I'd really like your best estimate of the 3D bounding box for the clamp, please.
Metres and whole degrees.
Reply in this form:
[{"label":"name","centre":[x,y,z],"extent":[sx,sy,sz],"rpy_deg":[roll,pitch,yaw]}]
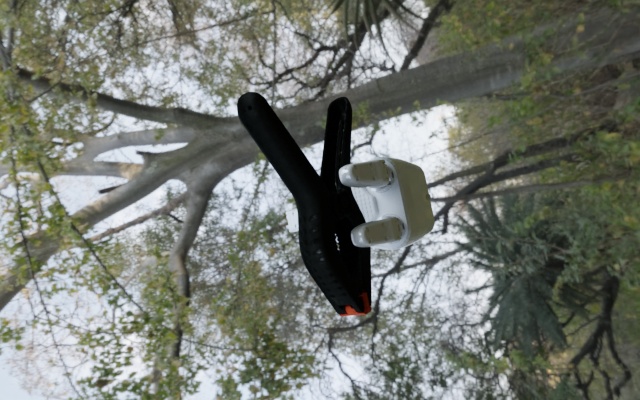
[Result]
[{"label":"clamp","centre":[0.000,0.002,0.418],"extent":[0.036,0.210,0.164],"rpy_deg":[-13,-4,32]}]
